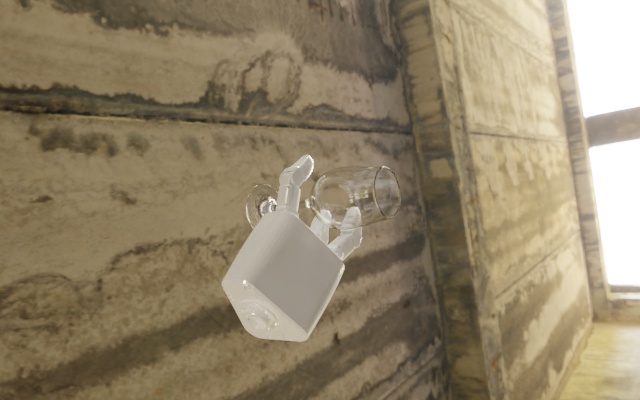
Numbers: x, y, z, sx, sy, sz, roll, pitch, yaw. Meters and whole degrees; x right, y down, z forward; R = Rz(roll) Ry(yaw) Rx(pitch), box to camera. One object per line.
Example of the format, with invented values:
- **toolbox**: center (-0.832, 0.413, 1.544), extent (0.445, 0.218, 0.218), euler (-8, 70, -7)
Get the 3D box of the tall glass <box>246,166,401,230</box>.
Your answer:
- **tall glass**: center (0.000, 0.002, 0.617), extent (0.201, 0.079, 0.079), euler (-9, -5, 37)
